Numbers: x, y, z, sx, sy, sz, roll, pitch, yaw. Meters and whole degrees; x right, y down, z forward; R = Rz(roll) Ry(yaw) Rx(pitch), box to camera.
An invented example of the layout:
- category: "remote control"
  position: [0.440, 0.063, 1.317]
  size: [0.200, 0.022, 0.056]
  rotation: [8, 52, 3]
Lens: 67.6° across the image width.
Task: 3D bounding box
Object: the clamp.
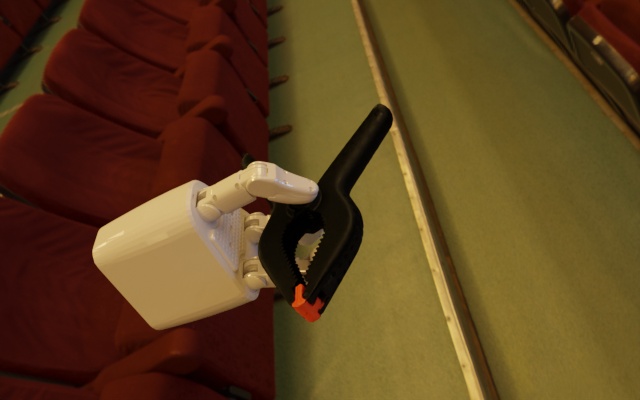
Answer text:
- category: "clamp"
  position: [0.000, 0.001, 0.416]
  size: [0.164, 0.209, 0.036]
  rotation: [-23, -47, 16]
